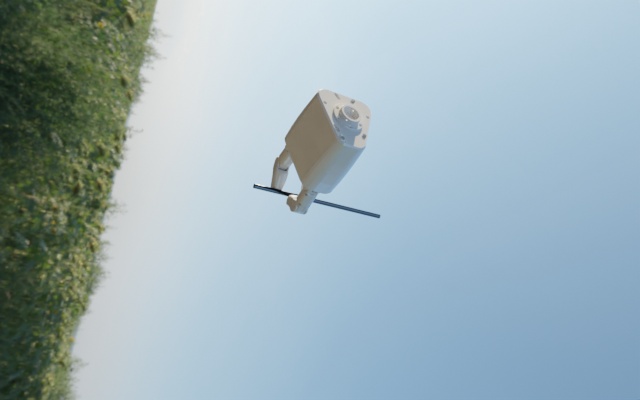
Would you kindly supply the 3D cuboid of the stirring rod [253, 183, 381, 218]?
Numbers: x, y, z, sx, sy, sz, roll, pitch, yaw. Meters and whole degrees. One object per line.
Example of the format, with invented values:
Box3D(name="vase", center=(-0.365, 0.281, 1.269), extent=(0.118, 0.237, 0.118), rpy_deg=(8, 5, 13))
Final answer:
Box3D(name="stirring rod", center=(0.000, 0.003, 0.809), extent=(0.239, 0.011, 0.011), rpy_deg=(14, -6, -25))
